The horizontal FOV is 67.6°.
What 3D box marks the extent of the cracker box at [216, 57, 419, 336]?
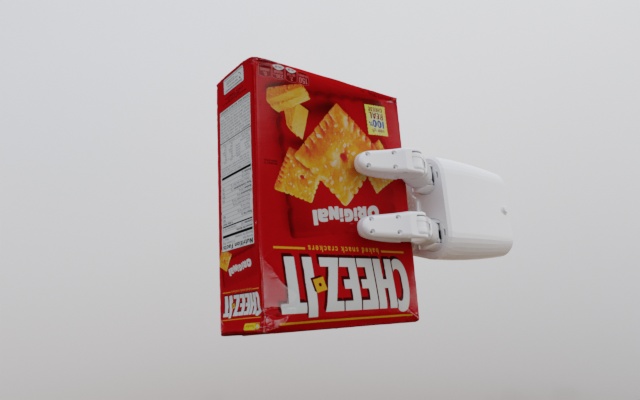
[{"bbox_3d":[0.000,0.001,0.412,0.164,0.213,0.072,7,-17,-37],"label":"cracker box"}]
